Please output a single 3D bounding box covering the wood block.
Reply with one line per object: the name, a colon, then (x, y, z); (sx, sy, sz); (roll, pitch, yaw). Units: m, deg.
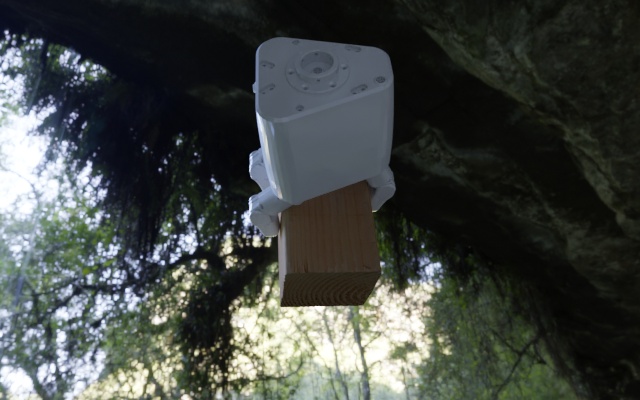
wood block: (0.000, 0.001, 0.516); (0.091, 0.206, 0.090); (1, -33, -8)
